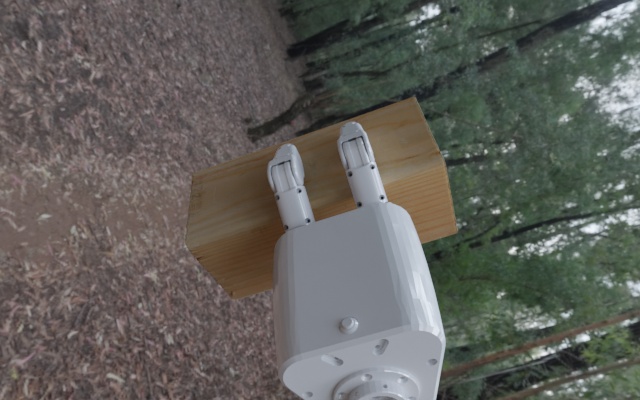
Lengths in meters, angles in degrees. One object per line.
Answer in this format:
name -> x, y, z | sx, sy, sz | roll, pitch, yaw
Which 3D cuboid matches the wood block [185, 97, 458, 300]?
wood block -> 0.000, 0.002, 0.415 | 0.206, 0.090, 0.091 | -18, -45, 8
